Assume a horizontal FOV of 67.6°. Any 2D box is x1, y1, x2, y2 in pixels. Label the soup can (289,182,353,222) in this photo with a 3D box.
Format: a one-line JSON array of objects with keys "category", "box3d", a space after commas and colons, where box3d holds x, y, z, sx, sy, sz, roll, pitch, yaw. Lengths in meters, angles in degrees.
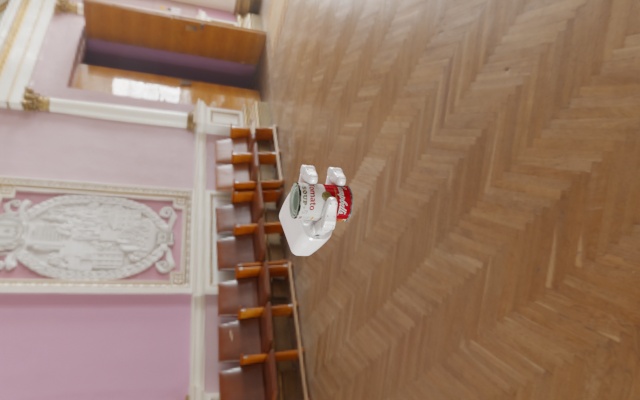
[{"category": "soup can", "box3d": [0.000, 0.003, 0.873, 0.102, 0.068, 0.068, 4, -1, -19]}]
